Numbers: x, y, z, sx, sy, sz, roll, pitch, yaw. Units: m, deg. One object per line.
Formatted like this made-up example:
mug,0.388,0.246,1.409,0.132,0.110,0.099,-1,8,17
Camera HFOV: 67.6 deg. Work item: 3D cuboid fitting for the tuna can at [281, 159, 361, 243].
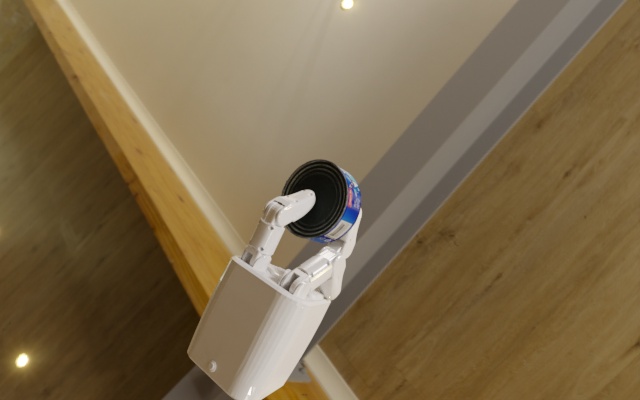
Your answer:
tuna can,0.000,0.002,0.511,0.086,0.086,0.034,0,-14,35
